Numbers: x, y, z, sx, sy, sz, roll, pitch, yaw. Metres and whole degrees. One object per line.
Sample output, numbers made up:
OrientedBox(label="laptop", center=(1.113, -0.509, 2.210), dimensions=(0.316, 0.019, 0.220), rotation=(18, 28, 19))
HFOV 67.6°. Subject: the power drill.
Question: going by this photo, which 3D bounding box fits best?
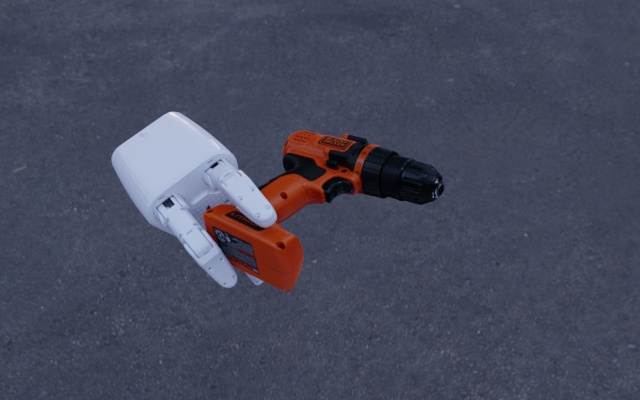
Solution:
OrientedBox(label="power drill", center=(0.000, 0.002, 0.455), dimensions=(0.184, 0.057, 0.187), rotation=(17, 41, 34))
